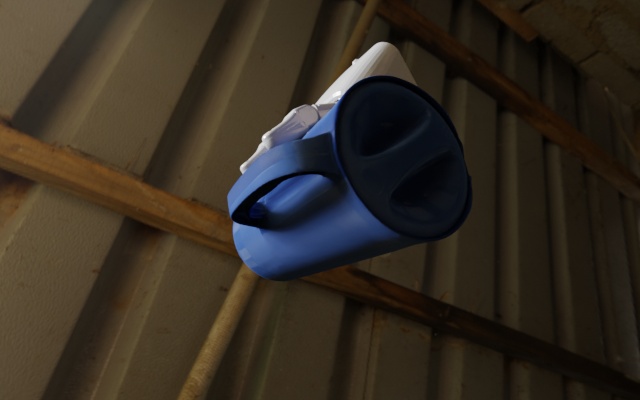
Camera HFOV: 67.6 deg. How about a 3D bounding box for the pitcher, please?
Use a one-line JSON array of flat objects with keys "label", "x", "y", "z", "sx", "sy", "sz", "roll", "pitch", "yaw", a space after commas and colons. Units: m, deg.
[{"label": "pitcher", "x": 0.000, "y": 0.001, "z": 0.441, "sx": 0.149, "sy": 0.145, "sz": 0.243, "roll": 41, "pitch": -35, "yaw": -12}]
